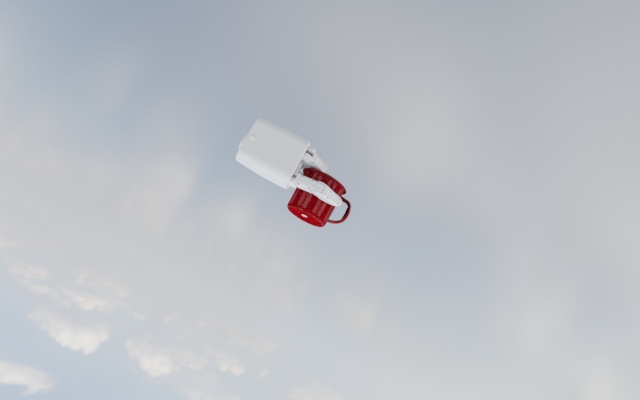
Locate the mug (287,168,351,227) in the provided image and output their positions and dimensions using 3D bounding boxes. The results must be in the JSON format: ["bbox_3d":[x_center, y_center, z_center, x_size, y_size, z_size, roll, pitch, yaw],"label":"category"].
[{"bbox_3d":[0.001,0.004,0.900,0.117,0.081,0.093,28,-15,1],"label":"mug"}]
